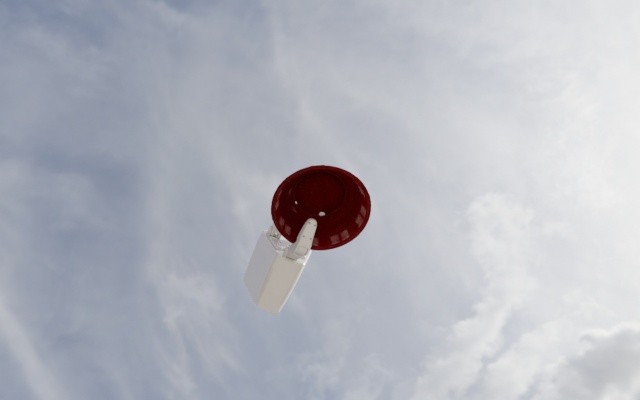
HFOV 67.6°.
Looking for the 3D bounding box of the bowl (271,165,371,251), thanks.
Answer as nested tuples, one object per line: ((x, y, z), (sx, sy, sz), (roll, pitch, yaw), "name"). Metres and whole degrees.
((0.001, 0.001, 0.787), (0.162, 0.162, 0.055), (0, 31, -3), "bowl")
